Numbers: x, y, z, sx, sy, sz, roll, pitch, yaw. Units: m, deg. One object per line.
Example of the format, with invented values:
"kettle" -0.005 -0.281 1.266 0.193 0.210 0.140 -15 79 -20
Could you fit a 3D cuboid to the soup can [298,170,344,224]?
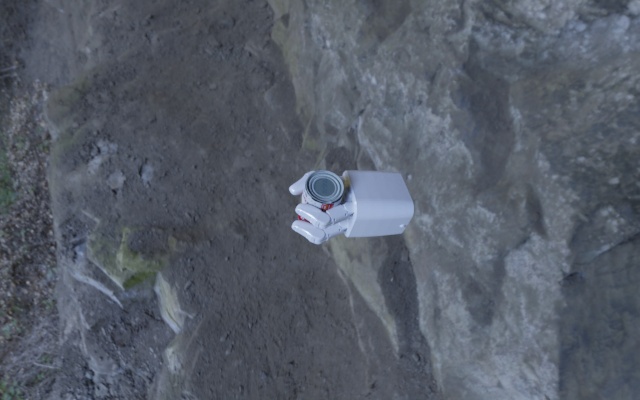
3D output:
"soup can" 0.000 0.002 0.827 0.068 0.068 0.102 0 -31 -10
